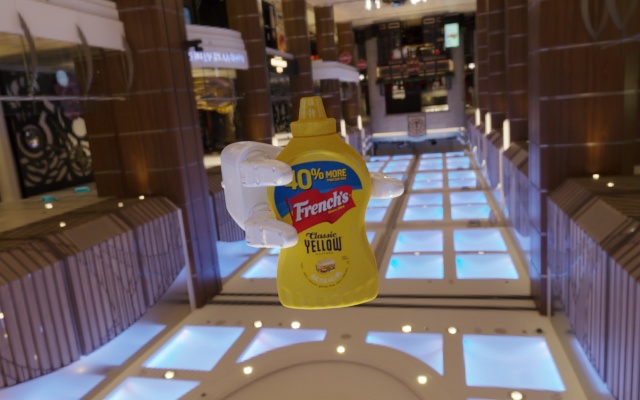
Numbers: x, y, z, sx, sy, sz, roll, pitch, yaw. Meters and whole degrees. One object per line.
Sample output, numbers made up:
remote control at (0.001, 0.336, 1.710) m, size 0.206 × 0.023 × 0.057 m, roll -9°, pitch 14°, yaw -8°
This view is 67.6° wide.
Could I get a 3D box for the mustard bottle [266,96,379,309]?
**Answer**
mustard bottle at (0.000, 0.002, 0.444) m, size 0.096 × 0.192 × 0.058 m, roll -5°, pitch 11°, yaw 3°
